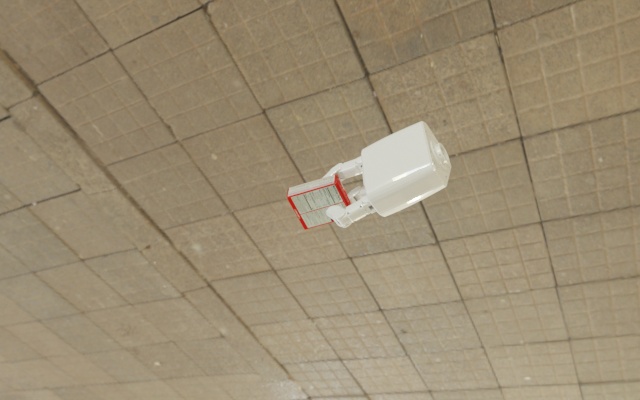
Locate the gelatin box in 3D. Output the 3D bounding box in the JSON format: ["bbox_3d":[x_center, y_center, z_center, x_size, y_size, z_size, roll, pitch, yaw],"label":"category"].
[{"bbox_3d":[0.000,0.003,0.774,0.089,0.073,0.030,-17,35,17],"label":"gelatin box"}]
